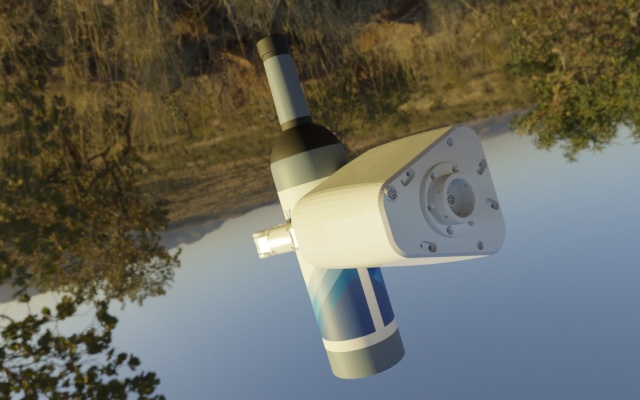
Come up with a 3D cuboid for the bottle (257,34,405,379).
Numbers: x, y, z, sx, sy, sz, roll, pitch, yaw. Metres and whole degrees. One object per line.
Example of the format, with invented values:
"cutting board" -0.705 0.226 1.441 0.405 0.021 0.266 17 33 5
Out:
"bottle" 0.000 0.002 0.419 0.069 0.296 0.069 -17 1 0
